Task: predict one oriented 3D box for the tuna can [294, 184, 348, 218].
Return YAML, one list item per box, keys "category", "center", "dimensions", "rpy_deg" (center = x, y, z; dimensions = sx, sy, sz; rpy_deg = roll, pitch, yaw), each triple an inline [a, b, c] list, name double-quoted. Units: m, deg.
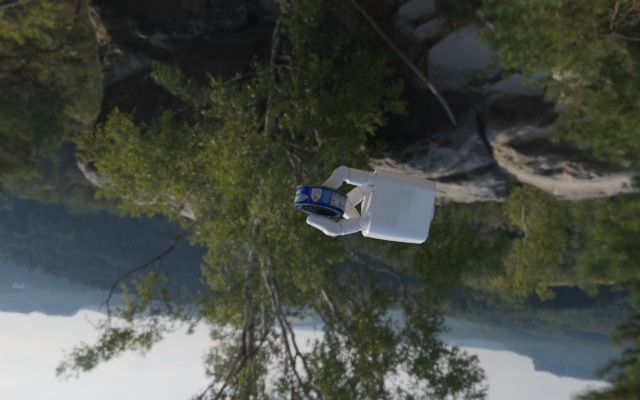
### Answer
- category: "tuna can"
  center: [0.000, 0.003, 0.789]
  dimensions: [0.086, 0.033, 0.086]
  rpy_deg: [11, -14, 3]
